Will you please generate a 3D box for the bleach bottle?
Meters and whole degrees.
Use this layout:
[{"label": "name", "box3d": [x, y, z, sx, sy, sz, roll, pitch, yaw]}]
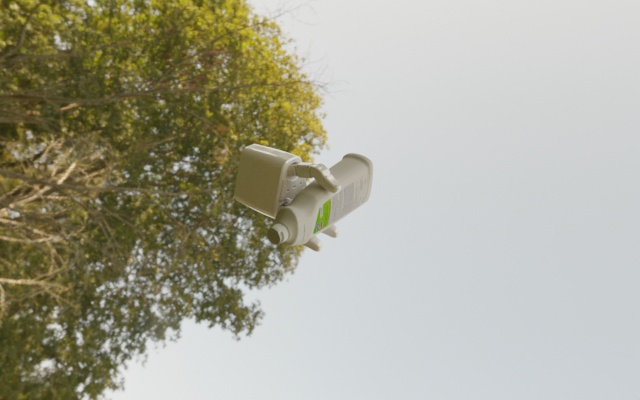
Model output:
[{"label": "bleach bottle", "box3d": [0.000, 0.003, 0.830, 0.068, 0.103, 0.250, 20, 33, 30]}]
